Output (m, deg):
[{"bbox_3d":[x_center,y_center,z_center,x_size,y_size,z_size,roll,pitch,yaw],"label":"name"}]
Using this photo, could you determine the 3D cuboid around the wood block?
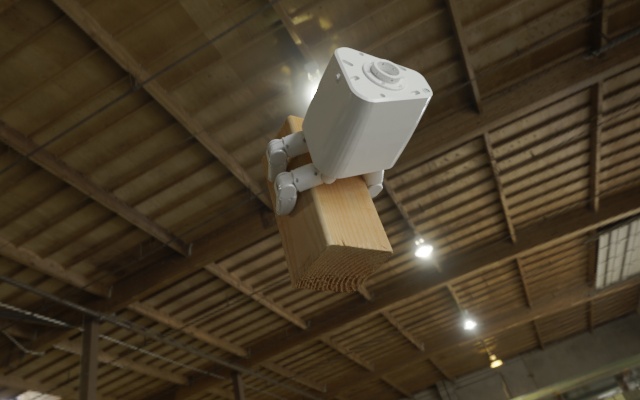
[{"bbox_3d":[0.001,0.002,0.599,0.091,0.206,0.090,11,-46,-31],"label":"wood block"}]
